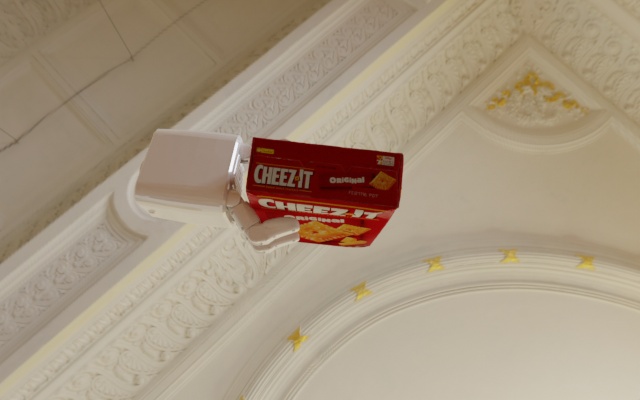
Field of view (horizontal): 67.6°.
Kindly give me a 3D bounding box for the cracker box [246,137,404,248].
[{"bbox_3d":[0.000,0.002,0.598,0.164,0.072,0.214,6,-16,-1],"label":"cracker box"}]
